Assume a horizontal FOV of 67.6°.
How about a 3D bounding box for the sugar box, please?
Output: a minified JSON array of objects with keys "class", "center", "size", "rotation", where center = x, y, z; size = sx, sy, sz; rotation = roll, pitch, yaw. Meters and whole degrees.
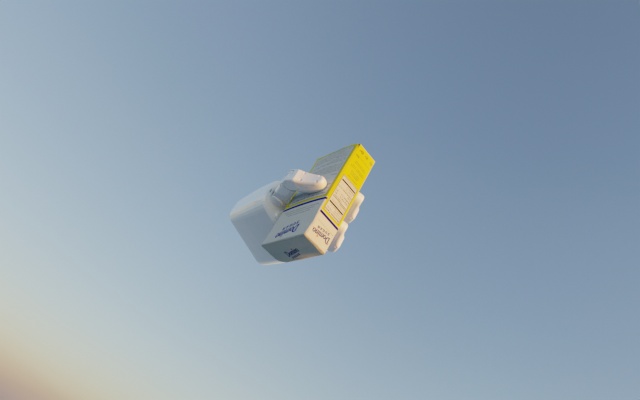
[{"class":"sugar box","center":[0.000,0.002,0.647],"size":[0.093,0.176,0.048],"rotation":[-17,-55,47]}]
